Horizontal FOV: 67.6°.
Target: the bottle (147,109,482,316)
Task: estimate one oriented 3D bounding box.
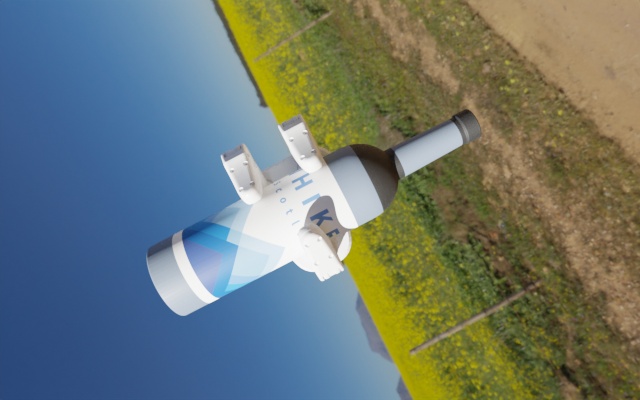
[{"bbox_3d":[0.000,0.001,0.410,0.296,0.069,0.069,-27,0,0],"label":"bottle"}]
